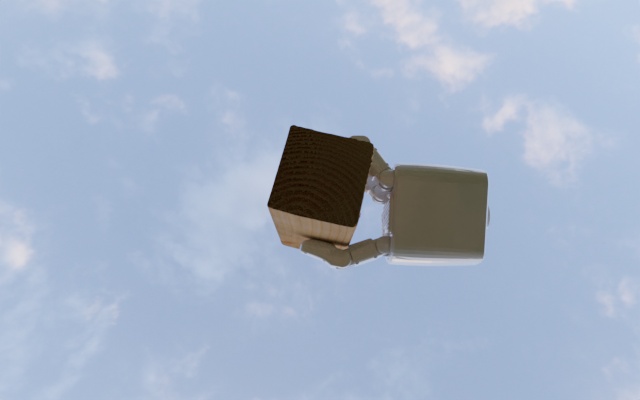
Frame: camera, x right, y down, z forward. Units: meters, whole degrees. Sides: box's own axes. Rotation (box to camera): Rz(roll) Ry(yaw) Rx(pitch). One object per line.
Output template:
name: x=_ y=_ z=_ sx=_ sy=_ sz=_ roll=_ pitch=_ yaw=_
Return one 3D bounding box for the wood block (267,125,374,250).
wood block: x=0.000 y=0.002 z=0.561 sx=0.090 sy=0.090 sz=0.206 roll=13 pitch=-15 yaw=3
